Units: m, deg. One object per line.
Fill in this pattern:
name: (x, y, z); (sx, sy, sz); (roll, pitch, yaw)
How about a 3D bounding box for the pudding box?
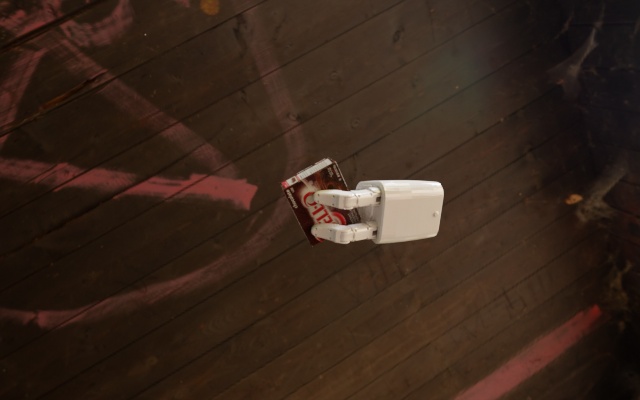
pudding box: (0.000, 0.002, 0.736); (0.090, 0.113, 0.039); (-29, 24, -6)
